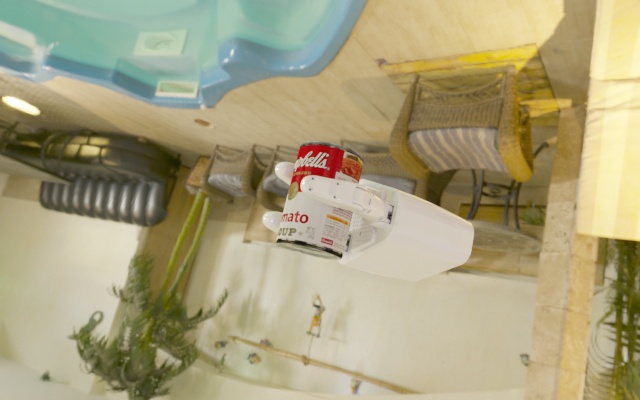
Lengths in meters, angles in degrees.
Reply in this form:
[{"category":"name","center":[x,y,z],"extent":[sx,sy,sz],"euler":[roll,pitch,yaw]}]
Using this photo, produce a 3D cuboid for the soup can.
[{"category":"soup can","center":[0.000,0.002,0.472],"extent":[0.068,0.102,0.068],"euler":[13,-13,3]}]
